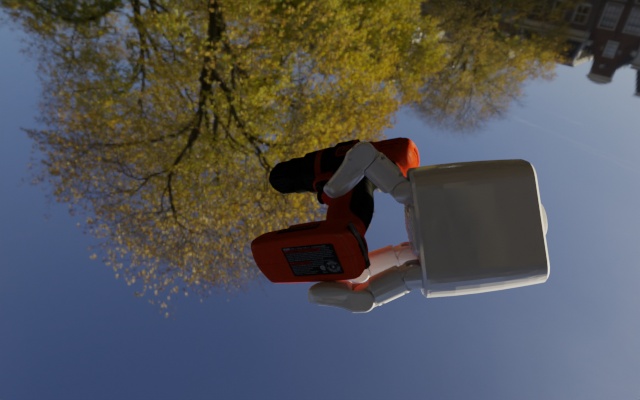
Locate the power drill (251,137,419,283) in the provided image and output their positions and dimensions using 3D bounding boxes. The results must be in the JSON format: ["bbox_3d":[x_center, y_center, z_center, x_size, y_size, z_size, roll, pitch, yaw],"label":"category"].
[{"bbox_3d":[0.000,0.002,0.497,0.184,0.057,0.187,-9,33,28],"label":"power drill"}]
